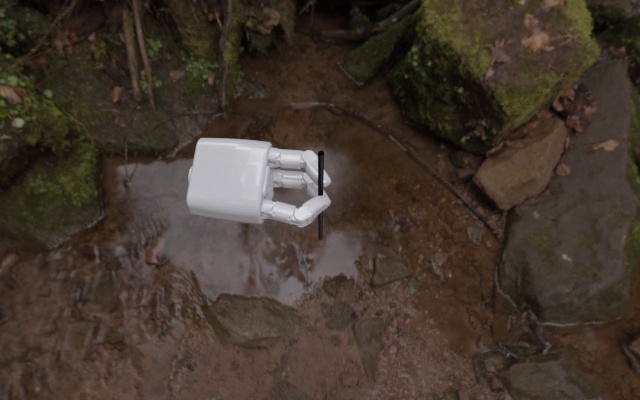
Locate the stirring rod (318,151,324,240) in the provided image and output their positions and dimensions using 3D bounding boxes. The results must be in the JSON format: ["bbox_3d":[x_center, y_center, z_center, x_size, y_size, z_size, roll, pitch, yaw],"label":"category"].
[{"bbox_3d":[0.000,0.002,0.699,0.011,0.011,0.240,0,-31,0],"label":"stirring rod"}]
